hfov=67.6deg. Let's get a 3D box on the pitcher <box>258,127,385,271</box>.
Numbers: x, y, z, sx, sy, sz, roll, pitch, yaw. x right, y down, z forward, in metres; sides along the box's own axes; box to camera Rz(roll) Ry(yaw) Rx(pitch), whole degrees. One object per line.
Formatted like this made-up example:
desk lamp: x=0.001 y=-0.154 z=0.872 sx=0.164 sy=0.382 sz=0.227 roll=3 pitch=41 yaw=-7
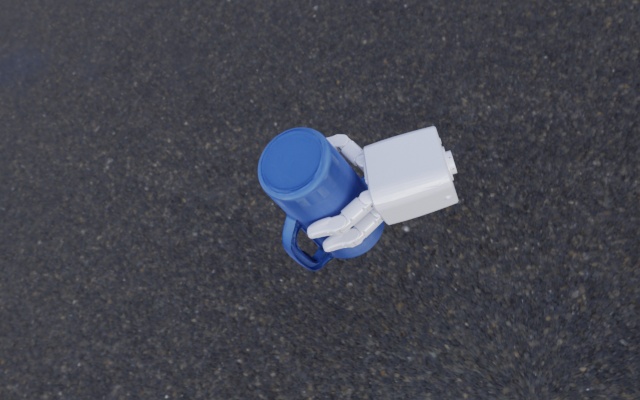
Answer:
pitcher: x=0.000 y=0.002 z=0.723 sx=0.145 sy=0.149 sz=0.243 roll=-18 pitch=-28 yaw=15
